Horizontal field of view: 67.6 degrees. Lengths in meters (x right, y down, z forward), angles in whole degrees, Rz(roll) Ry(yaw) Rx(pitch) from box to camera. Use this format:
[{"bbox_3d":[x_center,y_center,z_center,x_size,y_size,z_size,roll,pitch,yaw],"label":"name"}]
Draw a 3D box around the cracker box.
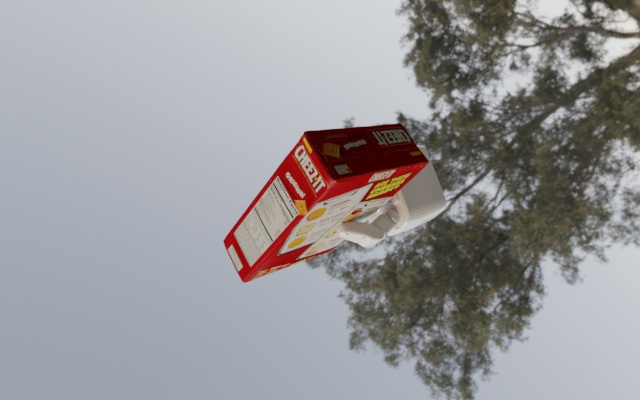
[{"bbox_3d":[0.000,0.002,0.574,0.164,0.072,0.214,-14,-25,-44],"label":"cracker box"}]
